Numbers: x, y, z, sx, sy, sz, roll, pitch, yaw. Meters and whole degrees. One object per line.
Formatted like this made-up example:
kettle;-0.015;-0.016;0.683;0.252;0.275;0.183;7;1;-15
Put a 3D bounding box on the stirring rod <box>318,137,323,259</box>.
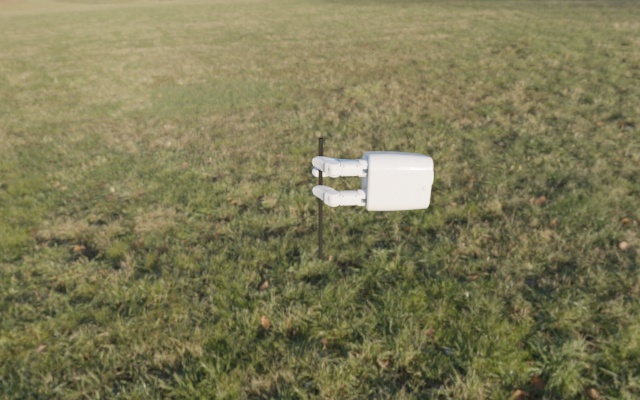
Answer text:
stirring rod;0.000;0.003;0.857;0.011;0.240;0.011;0;27;0
